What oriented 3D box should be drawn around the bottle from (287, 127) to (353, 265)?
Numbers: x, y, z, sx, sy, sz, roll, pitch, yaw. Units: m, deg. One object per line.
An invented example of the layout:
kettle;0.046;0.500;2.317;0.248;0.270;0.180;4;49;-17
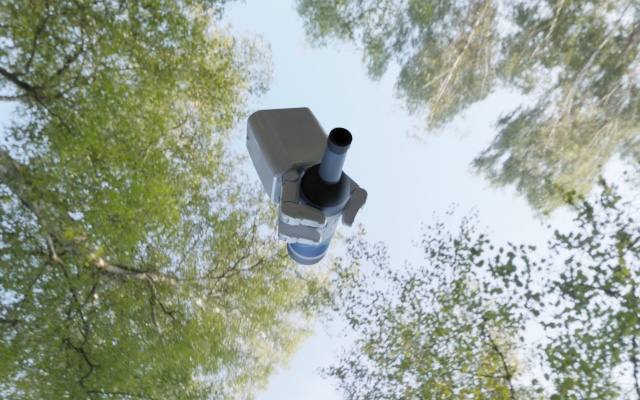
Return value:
bottle;0.000;0.002;0.654;0.069;0.069;0.296;0;-30;-10
